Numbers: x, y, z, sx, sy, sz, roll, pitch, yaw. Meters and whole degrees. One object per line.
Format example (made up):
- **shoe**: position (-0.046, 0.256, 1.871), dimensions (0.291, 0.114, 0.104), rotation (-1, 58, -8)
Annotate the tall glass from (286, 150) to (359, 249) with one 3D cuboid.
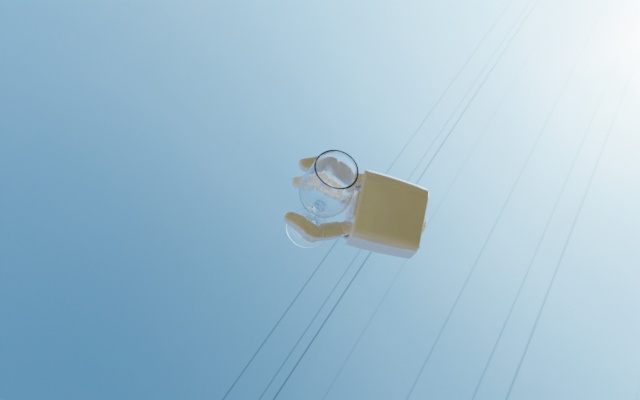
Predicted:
- **tall glass**: position (0.000, 0.003, 0.725), dimensions (0.079, 0.079, 0.201), rotation (0, -27, -14)
